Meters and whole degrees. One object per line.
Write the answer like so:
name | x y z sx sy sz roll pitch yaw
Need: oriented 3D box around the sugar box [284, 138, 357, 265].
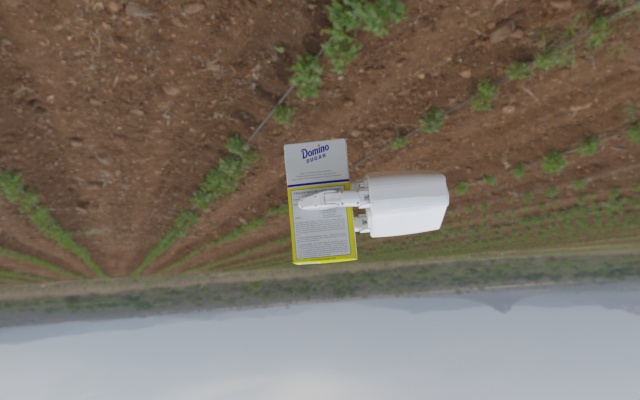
sugar box | 0.000 0.002 0.699 0.093 0.176 0.048 -5 -11 5
